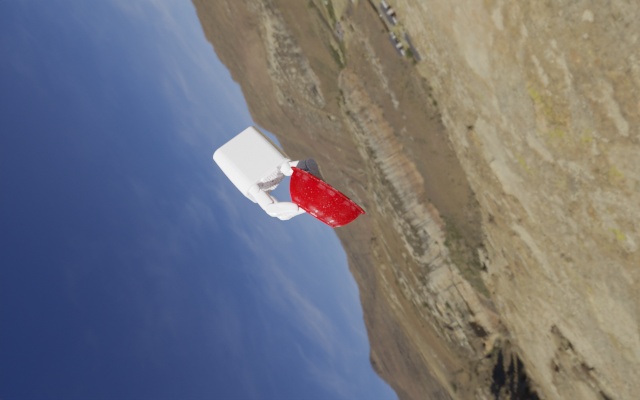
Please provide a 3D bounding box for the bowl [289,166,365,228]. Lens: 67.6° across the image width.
[{"bbox_3d":[0.001,0.004,0.872,0.162,0.055,0.162,32,-5,3],"label":"bowl"}]
